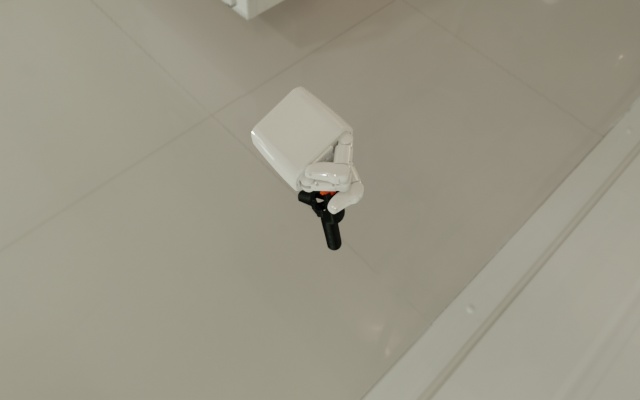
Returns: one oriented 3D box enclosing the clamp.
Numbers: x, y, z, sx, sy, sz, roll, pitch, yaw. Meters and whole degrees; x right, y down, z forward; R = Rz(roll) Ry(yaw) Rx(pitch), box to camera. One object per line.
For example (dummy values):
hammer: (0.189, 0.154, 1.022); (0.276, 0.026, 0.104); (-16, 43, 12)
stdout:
clamp: (0.000, 0.003, 0.765); (0.039, 0.120, 0.172); (-33, -22, -20)
